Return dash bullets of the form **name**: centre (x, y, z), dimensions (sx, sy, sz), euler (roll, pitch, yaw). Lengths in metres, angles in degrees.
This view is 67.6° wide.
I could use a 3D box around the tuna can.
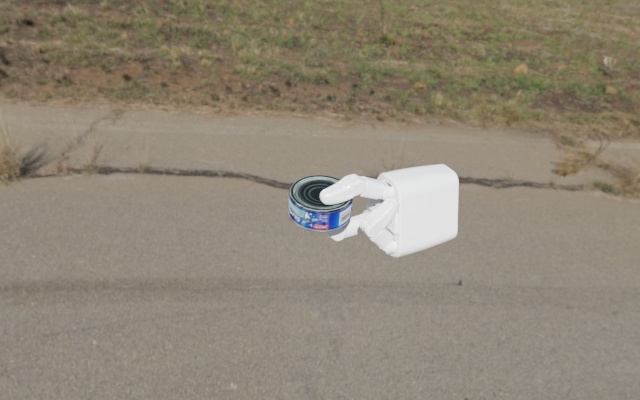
- **tuna can**: centre (0.000, 0.002, 0.632), dimensions (0.086, 0.034, 0.086), euler (2, 36, -2)
